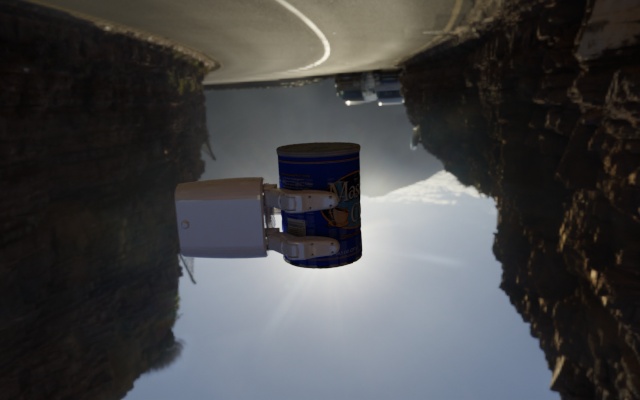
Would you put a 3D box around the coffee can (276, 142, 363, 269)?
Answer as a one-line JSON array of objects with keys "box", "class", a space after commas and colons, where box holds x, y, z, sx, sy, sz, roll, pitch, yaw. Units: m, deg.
[{"box": [0.000, 0.002, 0.597, 0.103, 0.140, 0.102, -2, 12, 0], "class": "coffee can"}]
